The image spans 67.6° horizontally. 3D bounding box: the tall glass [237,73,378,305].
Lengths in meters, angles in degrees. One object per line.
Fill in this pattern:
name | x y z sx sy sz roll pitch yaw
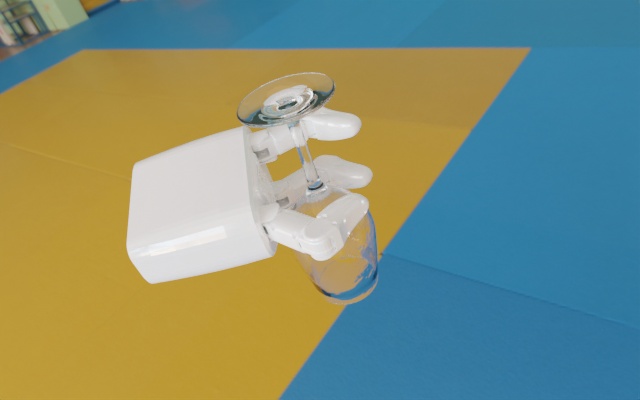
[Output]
tall glass | 0.000 0.001 0.402 0.079 0.201 0.079 -12 37 9
